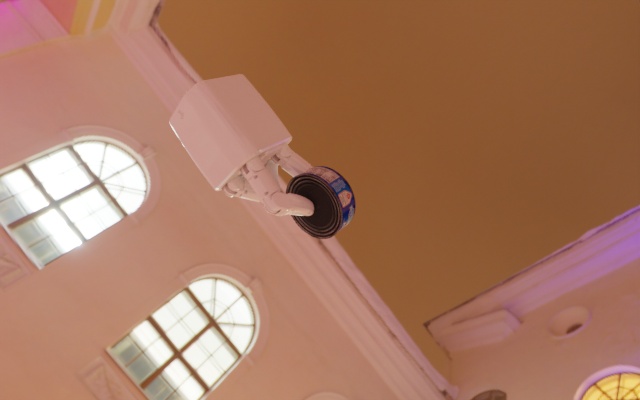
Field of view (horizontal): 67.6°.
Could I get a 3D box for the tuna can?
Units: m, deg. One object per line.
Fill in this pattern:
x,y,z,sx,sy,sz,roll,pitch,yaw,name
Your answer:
0.000,0.002,0.586,0.086,0.086,0.033,0,23,41,tuna can
